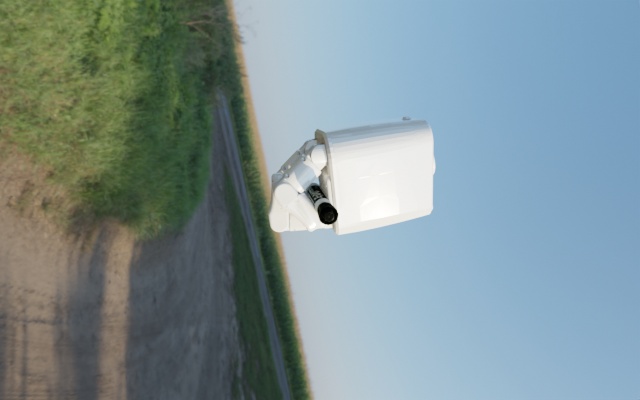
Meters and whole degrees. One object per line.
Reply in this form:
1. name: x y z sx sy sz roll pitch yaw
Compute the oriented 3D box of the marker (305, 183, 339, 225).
1. marker: 0.000 0.002 0.492 0.020 0.020 0.121 0 13 -8
